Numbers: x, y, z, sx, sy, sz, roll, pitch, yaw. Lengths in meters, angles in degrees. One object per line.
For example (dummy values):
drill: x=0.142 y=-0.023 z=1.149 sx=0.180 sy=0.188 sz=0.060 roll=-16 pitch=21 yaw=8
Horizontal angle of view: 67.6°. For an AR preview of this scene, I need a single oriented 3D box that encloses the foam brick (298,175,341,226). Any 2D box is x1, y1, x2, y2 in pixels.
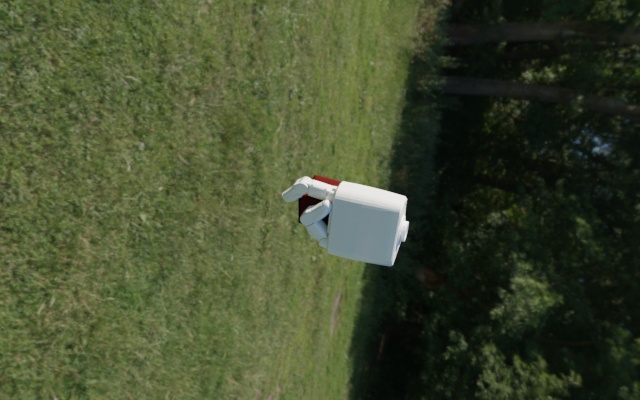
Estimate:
foam brick: x=0.000 y=0.002 z=0.799 sx=0.051 sy=0.053 sz=0.078 roll=13 pitch=38 yaw=15
